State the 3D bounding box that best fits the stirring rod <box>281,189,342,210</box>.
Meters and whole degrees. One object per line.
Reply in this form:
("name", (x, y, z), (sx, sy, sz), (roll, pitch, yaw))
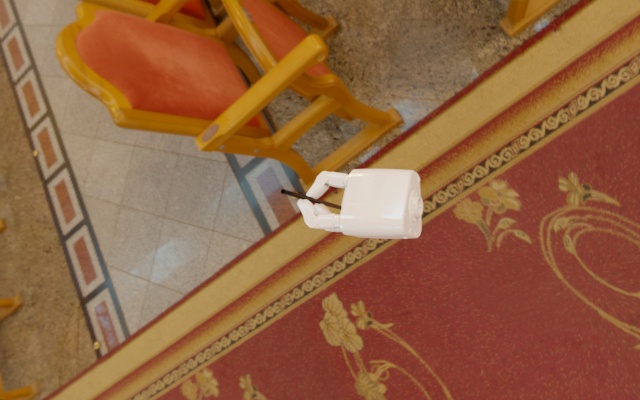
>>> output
("stirring rod", (0.000, 0.003, 0.854), (0.011, 0.011, 0.239), (0, -8, 30))
